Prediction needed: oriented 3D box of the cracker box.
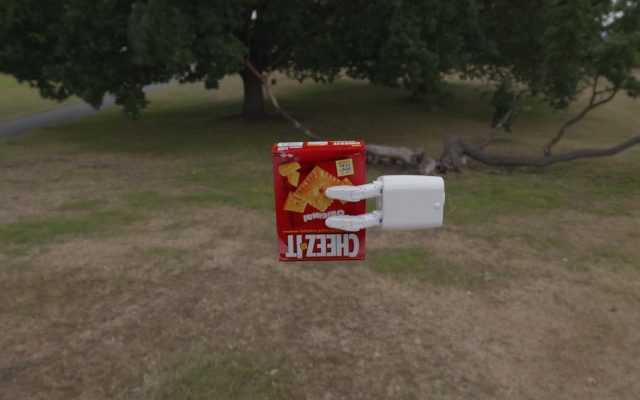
[{"bbox_3d":[0.000,0.003,0.870,0.164,0.214,0.072,-1,18,2],"label":"cracker box"}]
